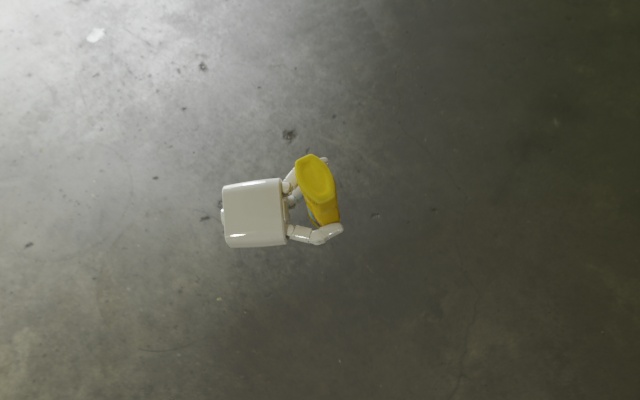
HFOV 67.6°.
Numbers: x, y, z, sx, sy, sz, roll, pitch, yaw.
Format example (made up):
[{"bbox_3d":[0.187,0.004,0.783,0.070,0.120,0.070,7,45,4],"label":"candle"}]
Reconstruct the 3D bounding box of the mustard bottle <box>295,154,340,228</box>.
[{"bbox_3d":[0.000,0.003,0.858,0.058,0.096,0.192,-28,-25,-7],"label":"mustard bottle"}]
